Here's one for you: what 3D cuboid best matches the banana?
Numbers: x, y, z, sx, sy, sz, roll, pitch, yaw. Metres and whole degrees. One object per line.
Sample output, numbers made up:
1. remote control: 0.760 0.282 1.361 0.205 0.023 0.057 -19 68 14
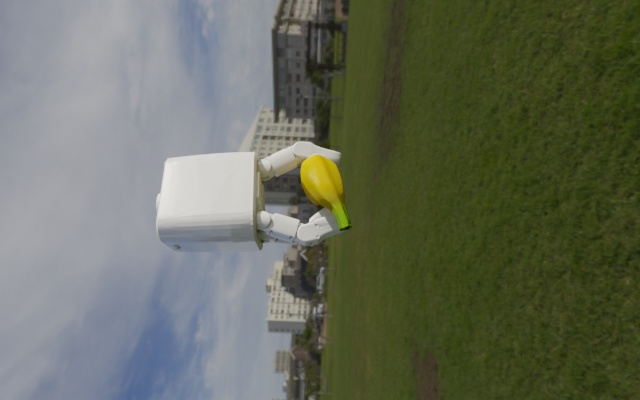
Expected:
1. banana: -0.002 -0.016 0.521 0.037 0.069 0.198 -7 8 -4
